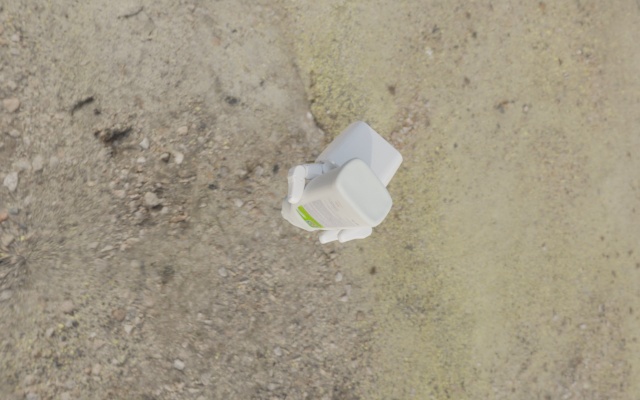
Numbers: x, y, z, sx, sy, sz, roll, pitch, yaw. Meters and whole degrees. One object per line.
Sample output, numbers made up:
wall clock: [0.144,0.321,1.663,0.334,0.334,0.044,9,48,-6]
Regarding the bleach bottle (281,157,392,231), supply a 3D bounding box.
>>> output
bleach bottle: [0.000,0.003,0.773,0.068,0.102,0.251,-50,20,-26]
